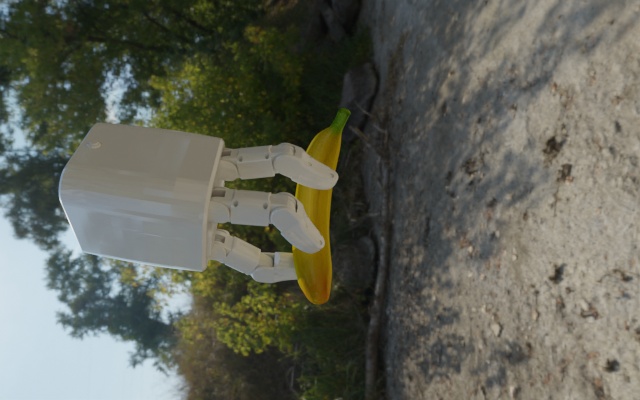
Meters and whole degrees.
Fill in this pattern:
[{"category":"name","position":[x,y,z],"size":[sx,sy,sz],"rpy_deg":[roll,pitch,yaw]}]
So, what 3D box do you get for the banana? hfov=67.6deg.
[{"category":"banana","position":[-0.004,0.006,0.451],"size":[0.037,0.197,0.070],"rpy_deg":[11,-27,-11]}]
